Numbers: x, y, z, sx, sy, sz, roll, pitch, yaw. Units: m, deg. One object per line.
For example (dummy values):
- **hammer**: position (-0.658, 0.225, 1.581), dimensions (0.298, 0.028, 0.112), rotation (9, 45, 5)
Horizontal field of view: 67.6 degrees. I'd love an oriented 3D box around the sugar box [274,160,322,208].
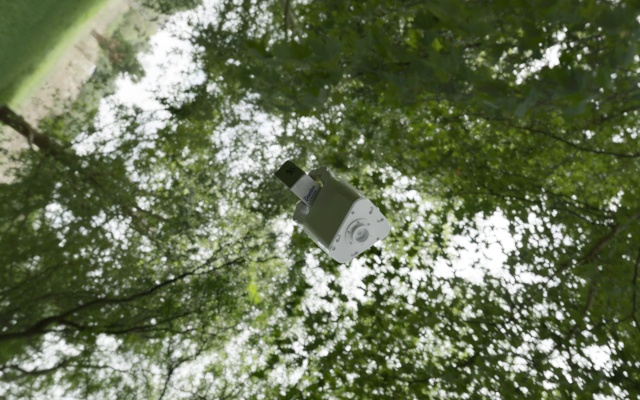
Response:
- **sugar box**: position (0.001, 0.003, 0.879), dimensions (0.176, 0.048, 0.093), rotation (45, -3, -31)
